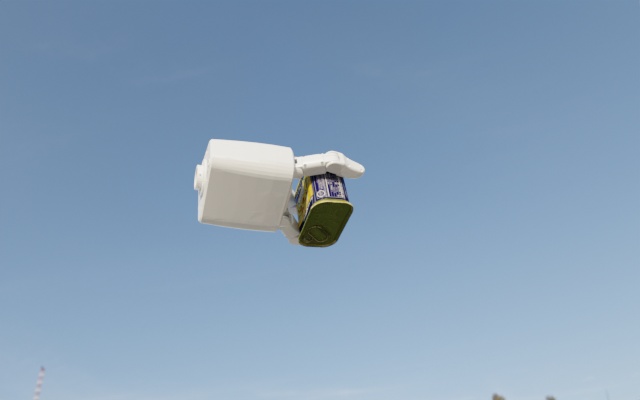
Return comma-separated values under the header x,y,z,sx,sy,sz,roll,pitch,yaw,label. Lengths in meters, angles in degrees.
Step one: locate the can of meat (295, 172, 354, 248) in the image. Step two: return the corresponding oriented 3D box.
x,y,z,sx,sy,sz,roll,pitch,yaw,label
0.000,0.002,0.661,0.057,0.084,0.102,4,-40,-18,can of meat
